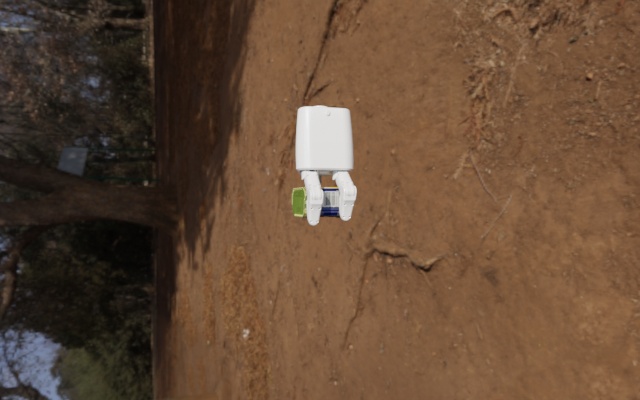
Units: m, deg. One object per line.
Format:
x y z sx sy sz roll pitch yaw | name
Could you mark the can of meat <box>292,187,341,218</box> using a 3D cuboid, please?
0.000 0.003 0.837 0.084 0.057 0.102 0 -1 -16 | can of meat
